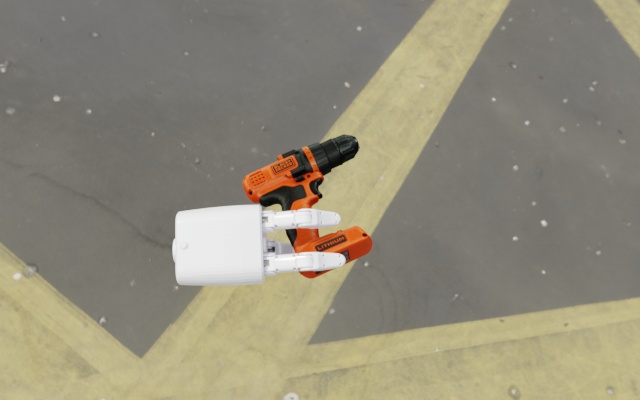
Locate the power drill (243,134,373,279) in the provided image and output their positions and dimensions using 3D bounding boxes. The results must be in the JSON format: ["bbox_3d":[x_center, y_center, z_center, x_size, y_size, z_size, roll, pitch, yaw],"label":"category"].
[{"bbox_3d":[0.000,0.003,0.678,0.184,0.187,0.057,-25,-31,-4],"label":"power drill"}]
